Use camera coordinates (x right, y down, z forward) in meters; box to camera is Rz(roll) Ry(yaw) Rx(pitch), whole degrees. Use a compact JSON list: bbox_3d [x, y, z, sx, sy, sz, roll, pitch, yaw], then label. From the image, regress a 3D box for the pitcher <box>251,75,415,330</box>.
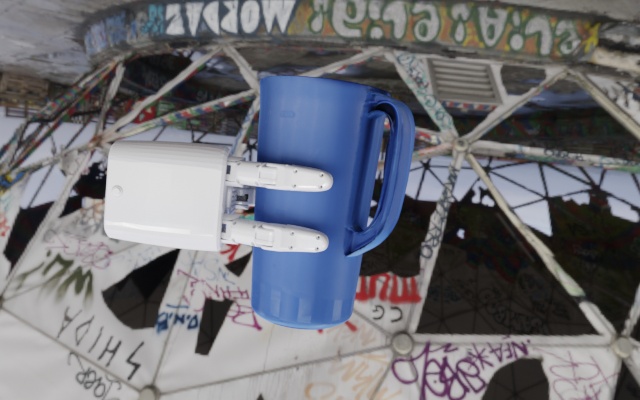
[{"bbox_3d":[0.000,0.002,0.485,0.145,0.243,0.149,5,5,-5],"label":"pitcher"}]
